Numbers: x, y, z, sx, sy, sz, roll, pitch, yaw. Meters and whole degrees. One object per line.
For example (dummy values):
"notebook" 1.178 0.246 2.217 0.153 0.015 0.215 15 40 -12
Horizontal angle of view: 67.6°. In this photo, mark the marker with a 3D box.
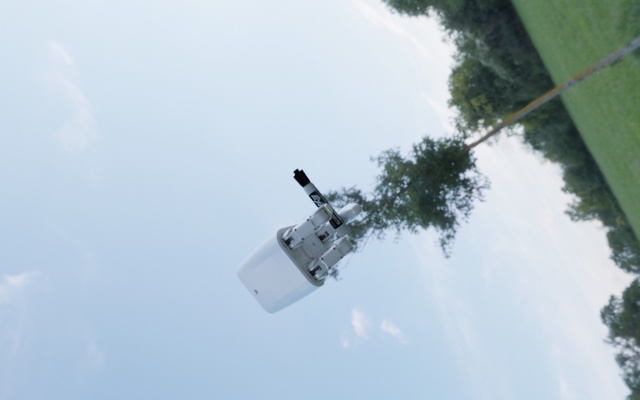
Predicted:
"marker" 0.000 0.002 0.704 0.020 0.121 0.020 -39 1 0
